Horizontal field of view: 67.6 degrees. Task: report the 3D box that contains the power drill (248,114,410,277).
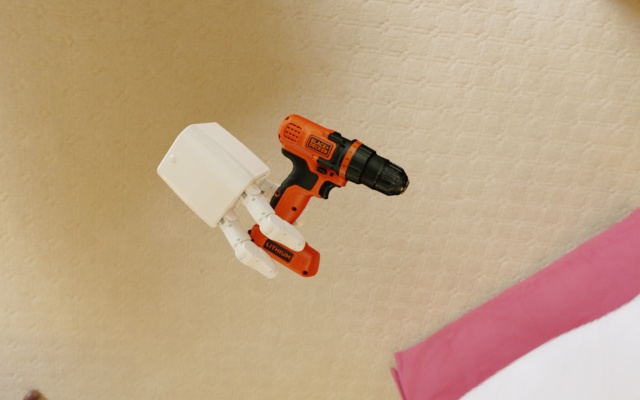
[{"bbox_3d":[0.000,0.002,0.627,0.184,0.188,0.057,29,9,17],"label":"power drill"}]
